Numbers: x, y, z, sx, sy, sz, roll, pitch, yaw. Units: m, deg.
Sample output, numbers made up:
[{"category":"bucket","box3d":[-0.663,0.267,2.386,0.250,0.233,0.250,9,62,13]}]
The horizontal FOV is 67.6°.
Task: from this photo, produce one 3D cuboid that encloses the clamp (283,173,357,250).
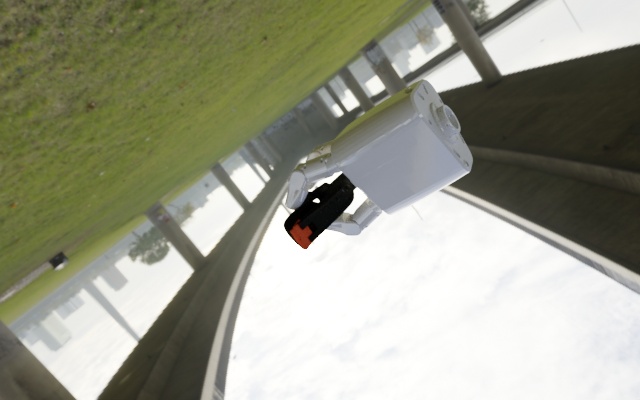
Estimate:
[{"category":"clamp","box3d":[0.001,0.003,0.589,0.164,0.036,0.210,-31,12,33]}]
